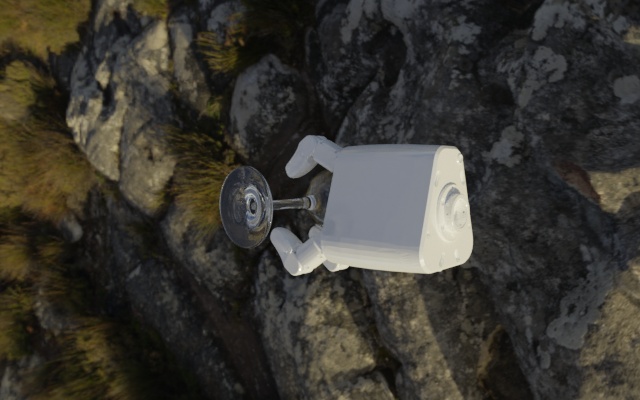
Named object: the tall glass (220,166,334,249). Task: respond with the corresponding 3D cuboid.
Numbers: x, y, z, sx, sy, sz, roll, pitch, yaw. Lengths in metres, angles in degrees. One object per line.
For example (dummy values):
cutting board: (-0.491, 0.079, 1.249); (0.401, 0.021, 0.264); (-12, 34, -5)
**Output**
tall glass: (-0.001, 0.002, 0.498); (0.079, 0.079, 0.201); (0, 3, 43)
